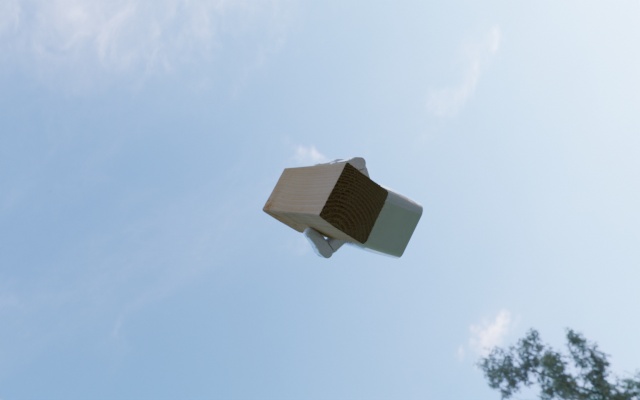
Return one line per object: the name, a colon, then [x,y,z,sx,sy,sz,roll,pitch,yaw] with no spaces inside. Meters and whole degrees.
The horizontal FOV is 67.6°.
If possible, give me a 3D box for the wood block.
wood block: [0.000,0.003,0.768,0.090,0.091,0.206,33,-15,-26]
